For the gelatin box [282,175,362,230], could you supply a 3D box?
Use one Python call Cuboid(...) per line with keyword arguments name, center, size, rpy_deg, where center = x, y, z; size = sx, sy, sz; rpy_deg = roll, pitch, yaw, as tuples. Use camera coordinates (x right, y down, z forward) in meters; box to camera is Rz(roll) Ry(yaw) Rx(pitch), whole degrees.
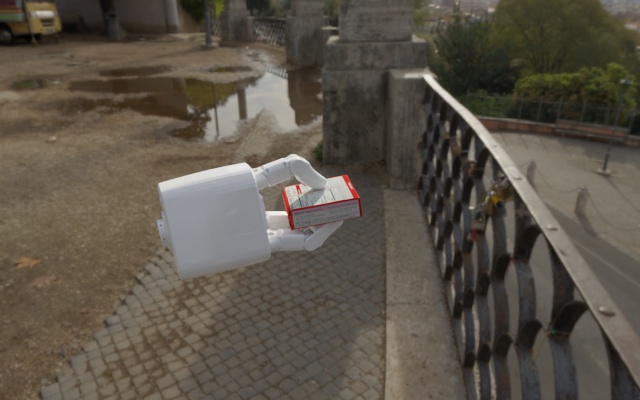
Cuboid(name="gelatin box", center=(0.000, 0.001, 0.595), size=(0.089, 0.030, 0.073), rpy_deg=(-12, 26, -5))
